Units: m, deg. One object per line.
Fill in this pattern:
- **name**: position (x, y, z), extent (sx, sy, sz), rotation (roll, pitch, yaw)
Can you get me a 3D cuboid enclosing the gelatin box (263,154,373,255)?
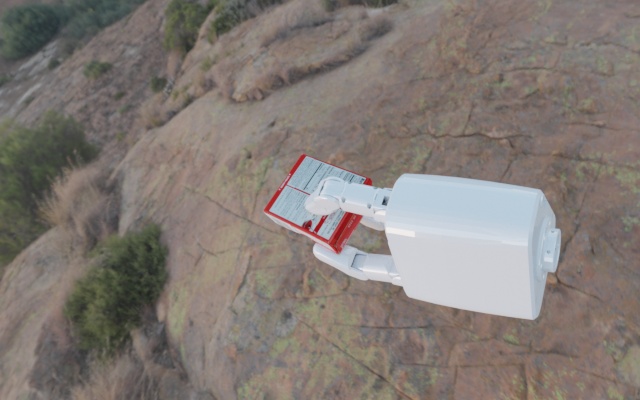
- **gelatin box**: position (0.000, 0.001, 0.464), extent (0.089, 0.073, 0.030), rotation (23, -16, 34)
